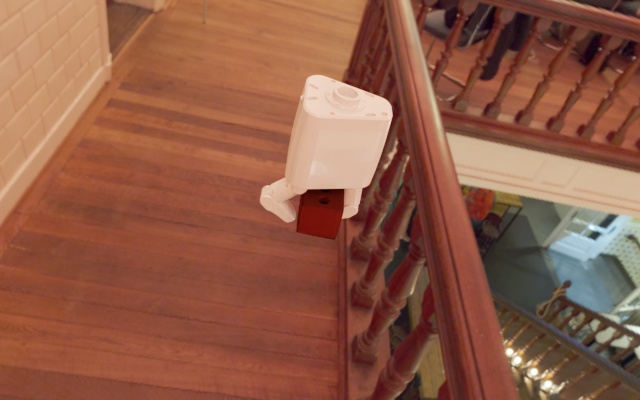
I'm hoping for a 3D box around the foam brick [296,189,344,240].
[{"bbox_3d":[0.000,0.002,0.619,0.053,0.051,0.078,10,43,-6],"label":"foam brick"}]
